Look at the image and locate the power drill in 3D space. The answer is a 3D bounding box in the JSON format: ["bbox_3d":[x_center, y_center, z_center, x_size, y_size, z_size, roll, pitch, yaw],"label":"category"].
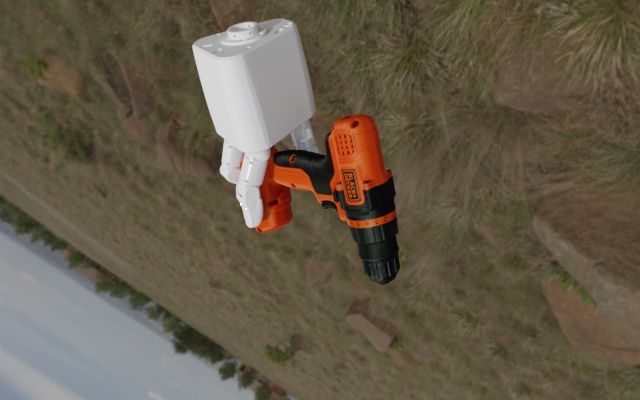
[{"bbox_3d":[0.000,0.002,0.543,0.187,0.184,0.057,0,17,39],"label":"power drill"}]
